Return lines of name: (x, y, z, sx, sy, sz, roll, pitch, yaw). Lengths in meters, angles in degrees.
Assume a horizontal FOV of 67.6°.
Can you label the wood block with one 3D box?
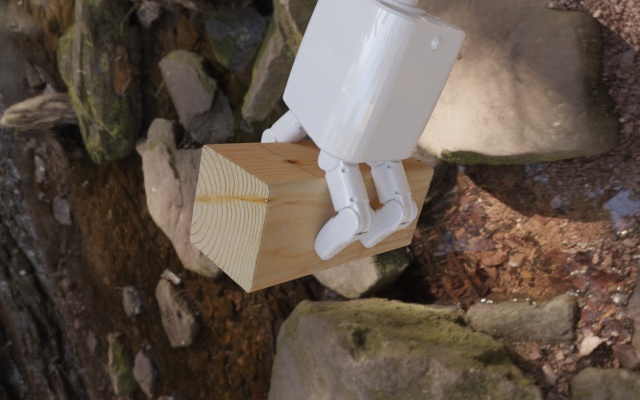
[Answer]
wood block: (0.000, 0.001, 0.435, 0.206, 0.090, 0.090, -8, 30, -44)
